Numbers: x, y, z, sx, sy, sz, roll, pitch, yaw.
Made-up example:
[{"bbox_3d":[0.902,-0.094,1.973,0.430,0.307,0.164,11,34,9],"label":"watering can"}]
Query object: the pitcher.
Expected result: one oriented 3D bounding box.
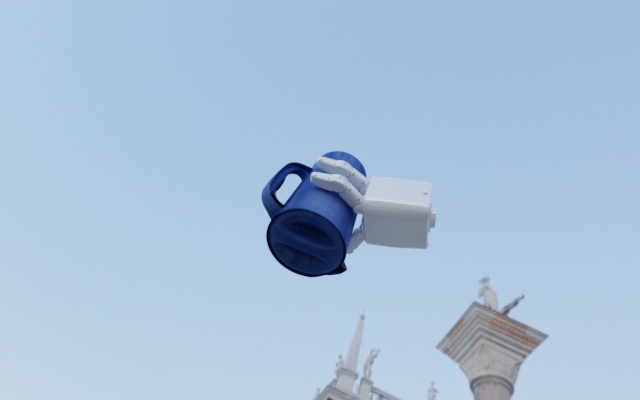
[{"bbox_3d":[0.000,0.003,0.837,0.145,0.149,0.242,6,33,14],"label":"pitcher"}]
